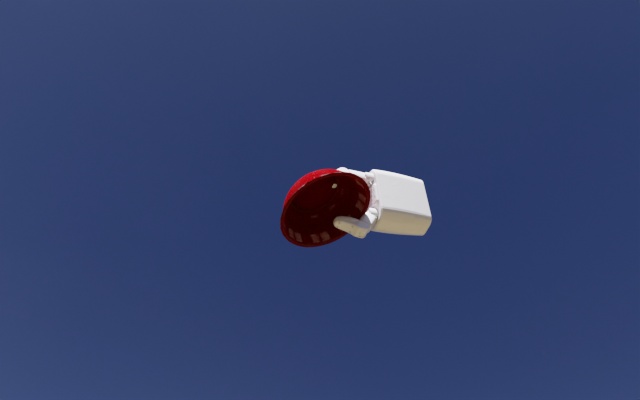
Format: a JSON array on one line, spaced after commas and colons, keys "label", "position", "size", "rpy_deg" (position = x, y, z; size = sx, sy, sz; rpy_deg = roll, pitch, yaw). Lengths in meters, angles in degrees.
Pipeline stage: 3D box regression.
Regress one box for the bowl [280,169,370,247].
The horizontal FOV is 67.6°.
[{"label": "bowl", "position": [-0.001, 0.002, 0.799], "size": [0.162, 0.162, 0.055], "rpy_deg": [0, 39, -31]}]
